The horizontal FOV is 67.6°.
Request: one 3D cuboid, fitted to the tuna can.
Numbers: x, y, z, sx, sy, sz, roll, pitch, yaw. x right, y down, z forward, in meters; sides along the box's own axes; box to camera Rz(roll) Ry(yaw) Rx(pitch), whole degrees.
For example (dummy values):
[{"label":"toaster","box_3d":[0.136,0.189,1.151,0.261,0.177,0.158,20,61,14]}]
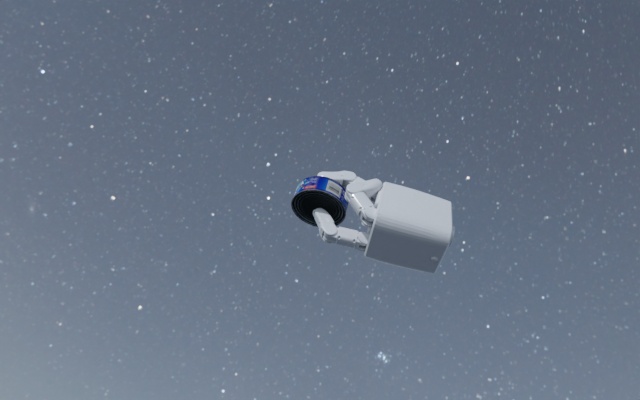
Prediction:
[{"label":"tuna can","box_3d":[0.000,0.002,0.741,0.086,0.033,0.086,10,-41,8]}]
